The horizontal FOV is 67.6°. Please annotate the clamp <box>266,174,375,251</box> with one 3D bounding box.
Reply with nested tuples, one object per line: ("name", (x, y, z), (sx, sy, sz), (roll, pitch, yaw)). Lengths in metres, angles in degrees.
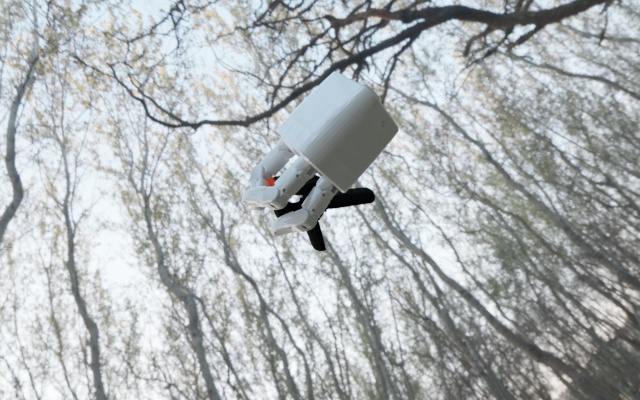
("clamp", (0.000, 0.002, 0.639), (0.039, 0.120, 0.171), (48, 5, 37))
